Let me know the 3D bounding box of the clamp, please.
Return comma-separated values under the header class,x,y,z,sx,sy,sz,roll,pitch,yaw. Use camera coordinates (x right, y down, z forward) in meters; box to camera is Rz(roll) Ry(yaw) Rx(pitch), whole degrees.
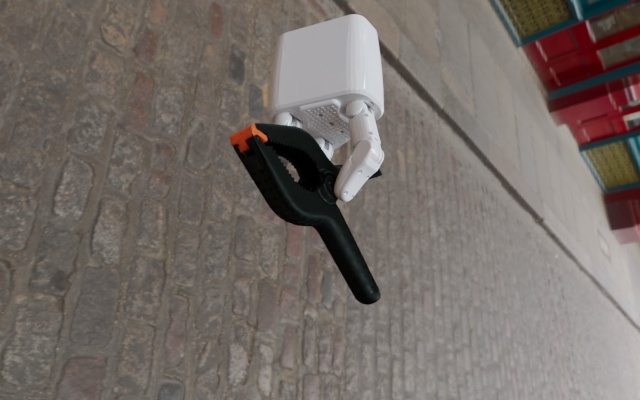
class,x,y,z,sx,sy,sz,roll,pitch,yaw
clamp,0.000,0.001,0.451,0.036,0.164,0.210,-20,-33,33
